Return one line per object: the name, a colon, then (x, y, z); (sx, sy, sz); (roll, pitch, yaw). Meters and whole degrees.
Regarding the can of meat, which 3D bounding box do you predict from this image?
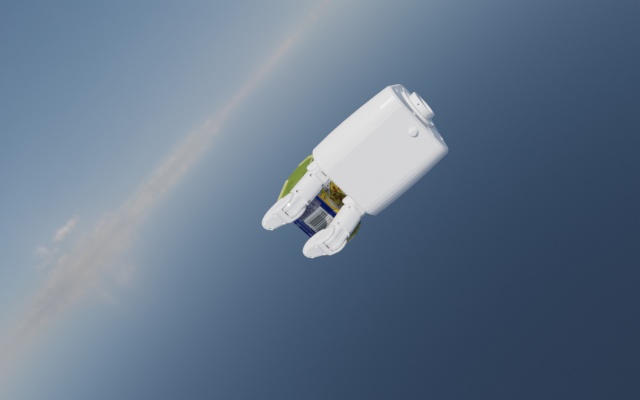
can of meat: (0.000, 0.002, 0.567); (0.057, 0.084, 0.102); (-40, 17, 24)
